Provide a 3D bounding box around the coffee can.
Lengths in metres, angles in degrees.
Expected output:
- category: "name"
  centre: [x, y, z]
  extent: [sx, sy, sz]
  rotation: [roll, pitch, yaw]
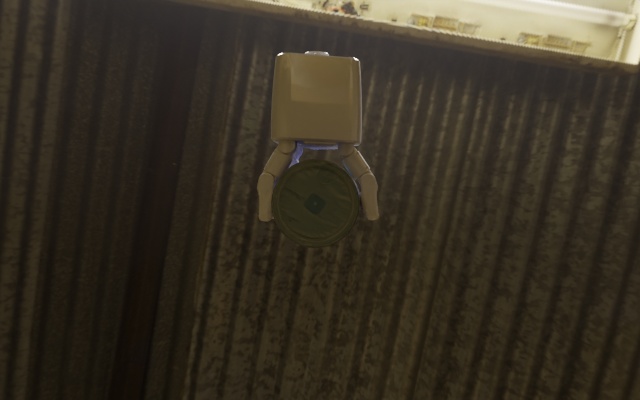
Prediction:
- category: "coffee can"
  centre: [0.000, 0.002, 0.616]
  extent: [0.103, 0.103, 0.140]
  rotation: [0, 1, 5]
